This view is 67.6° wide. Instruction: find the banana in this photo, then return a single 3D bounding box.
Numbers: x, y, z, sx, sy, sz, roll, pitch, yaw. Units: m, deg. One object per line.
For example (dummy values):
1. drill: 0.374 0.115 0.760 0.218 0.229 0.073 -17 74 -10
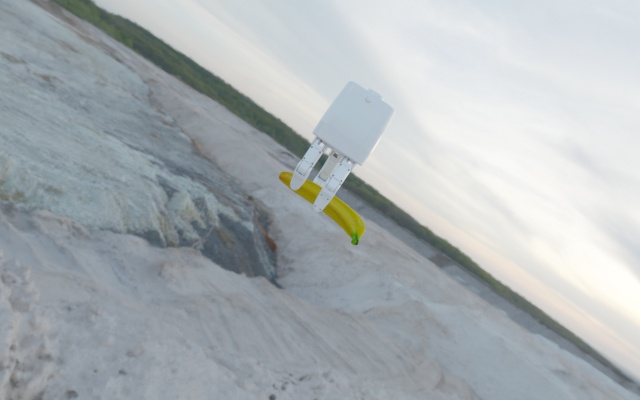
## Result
1. banana: 0.011 0.007 0.822 0.197 0.037 0.069 39 11 28
